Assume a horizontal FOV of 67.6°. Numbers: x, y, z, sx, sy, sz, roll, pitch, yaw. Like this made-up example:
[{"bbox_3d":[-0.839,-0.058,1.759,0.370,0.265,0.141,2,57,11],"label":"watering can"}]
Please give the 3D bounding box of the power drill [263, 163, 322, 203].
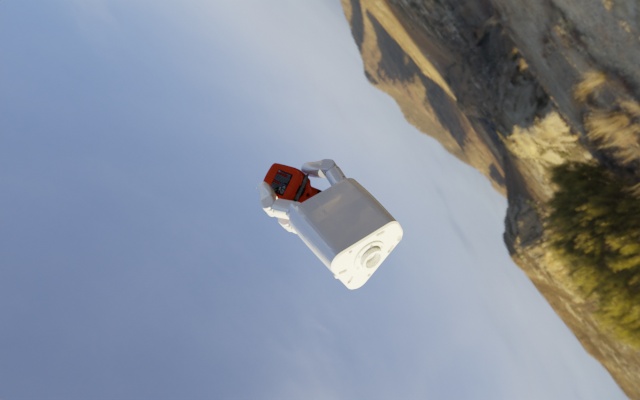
[{"bbox_3d":[0.000,0.002,0.778,0.188,0.057,0.184,25,-3,-31],"label":"power drill"}]
